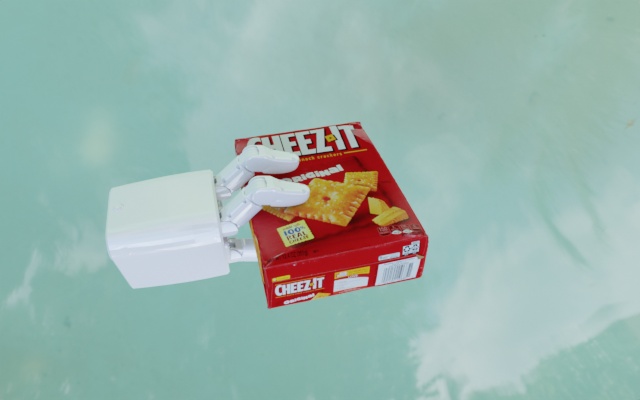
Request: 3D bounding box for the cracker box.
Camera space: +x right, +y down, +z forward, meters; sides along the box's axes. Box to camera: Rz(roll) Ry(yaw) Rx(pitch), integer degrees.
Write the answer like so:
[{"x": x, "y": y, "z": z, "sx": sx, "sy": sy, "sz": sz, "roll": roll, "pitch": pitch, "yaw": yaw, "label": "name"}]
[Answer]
[{"x": 0.000, "y": 0.002, "z": 0.530, "sx": 0.164, "sy": 0.072, "sz": 0.213, "roll": -9, "pitch": 43, "yaw": -11, "label": "cracker box"}]
